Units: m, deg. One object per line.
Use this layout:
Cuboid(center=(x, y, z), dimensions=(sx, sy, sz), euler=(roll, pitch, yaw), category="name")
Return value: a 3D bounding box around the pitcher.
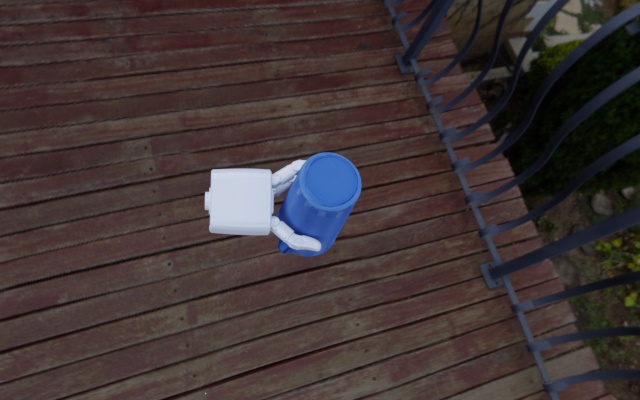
Cuboid(center=(0.000, 0.003, 0.891), dimensions=(0.145, 0.149, 0.243), euler=(2, -22, -12), category="pitcher")
